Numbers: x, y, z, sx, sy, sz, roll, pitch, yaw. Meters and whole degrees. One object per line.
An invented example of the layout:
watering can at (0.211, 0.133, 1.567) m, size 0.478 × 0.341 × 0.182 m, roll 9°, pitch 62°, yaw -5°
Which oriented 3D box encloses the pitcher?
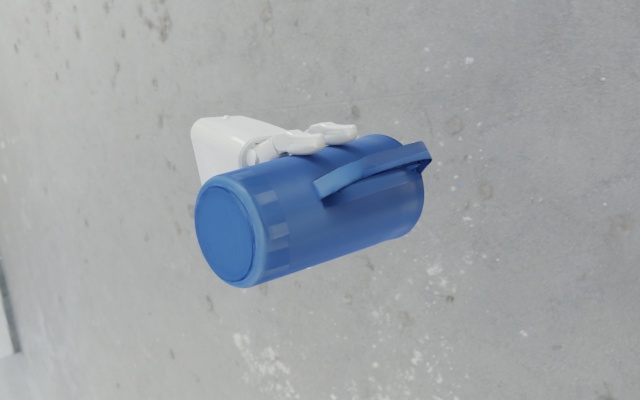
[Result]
pitcher at (0.000, 0.002, 0.508) m, size 0.145 × 0.149 × 0.243 m, roll 26°, pitch 29°, yaw 37°
